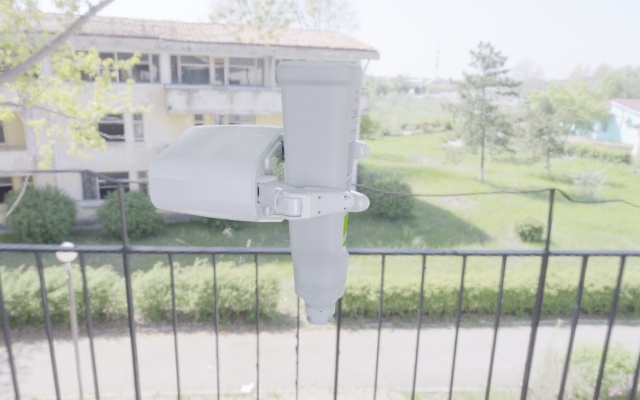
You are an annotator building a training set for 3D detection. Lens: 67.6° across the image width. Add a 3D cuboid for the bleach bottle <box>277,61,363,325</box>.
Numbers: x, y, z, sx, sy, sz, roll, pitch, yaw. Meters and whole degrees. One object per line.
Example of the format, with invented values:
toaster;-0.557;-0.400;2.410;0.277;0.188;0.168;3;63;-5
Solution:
bleach bottle;0.000;0.001;0.448;0.068;0.251;0.102;4;15;11
